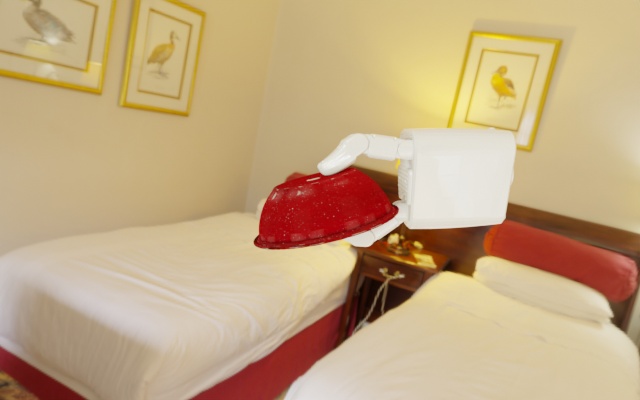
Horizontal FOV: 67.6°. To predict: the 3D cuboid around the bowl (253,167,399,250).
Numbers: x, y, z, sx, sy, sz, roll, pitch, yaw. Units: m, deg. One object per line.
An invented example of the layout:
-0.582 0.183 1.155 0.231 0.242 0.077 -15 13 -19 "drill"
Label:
-0.001 0.002 0.515 0.162 0.055 0.162 -13 9 2 "bowl"
